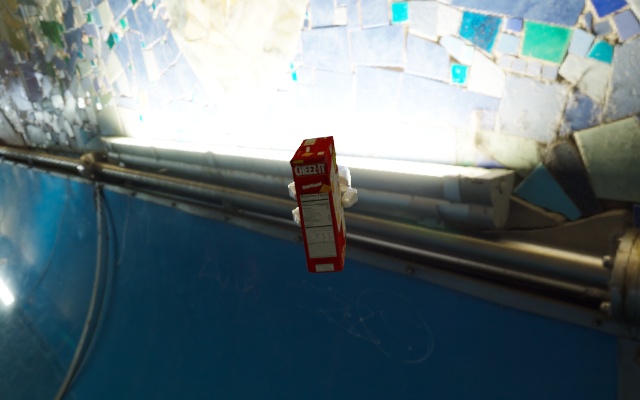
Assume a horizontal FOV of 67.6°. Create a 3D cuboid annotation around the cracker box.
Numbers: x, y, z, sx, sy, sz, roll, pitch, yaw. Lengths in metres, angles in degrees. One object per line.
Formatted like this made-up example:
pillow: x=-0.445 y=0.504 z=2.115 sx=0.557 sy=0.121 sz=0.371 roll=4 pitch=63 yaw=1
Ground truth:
cracker box: x=0.000 y=0.003 z=0.882 sx=0.072 sy=0.214 sz=0.164 roll=-6 pitch=19 yaw=8
